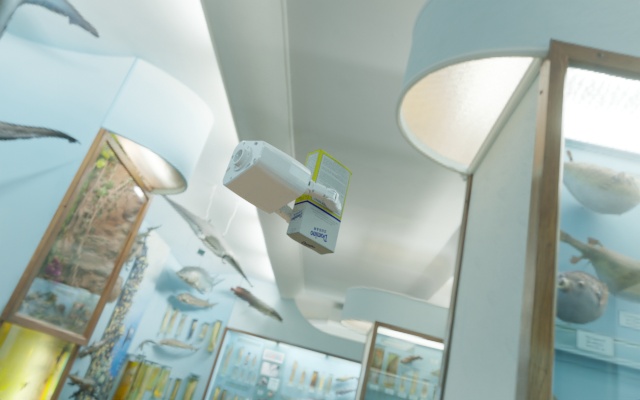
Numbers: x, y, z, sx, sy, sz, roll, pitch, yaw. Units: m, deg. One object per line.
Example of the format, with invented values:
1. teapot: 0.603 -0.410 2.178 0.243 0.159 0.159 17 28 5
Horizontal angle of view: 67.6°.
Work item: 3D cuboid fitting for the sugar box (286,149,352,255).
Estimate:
1. sugar box: 0.000 0.003 0.896 0.093 0.176 0.048 33 -29 -33
